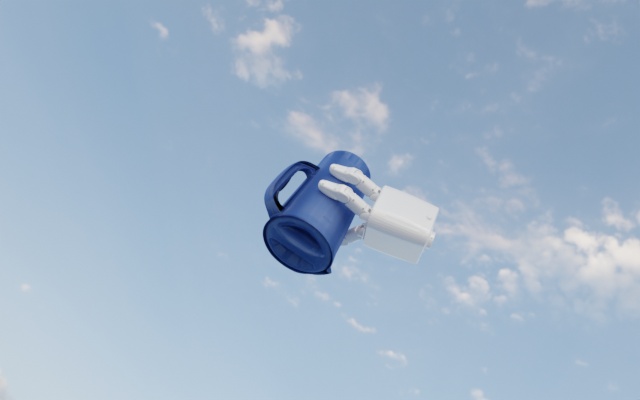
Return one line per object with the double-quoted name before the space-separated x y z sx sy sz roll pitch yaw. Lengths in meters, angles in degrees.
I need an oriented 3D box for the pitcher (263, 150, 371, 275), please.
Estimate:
"pitcher" 0.000 0.003 0.882 0.145 0.149 0.242 20 44 14
